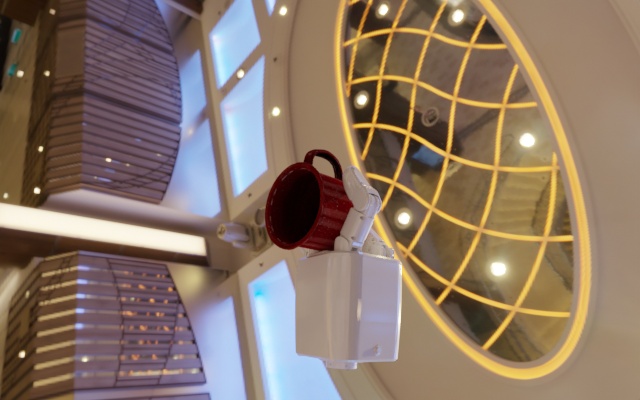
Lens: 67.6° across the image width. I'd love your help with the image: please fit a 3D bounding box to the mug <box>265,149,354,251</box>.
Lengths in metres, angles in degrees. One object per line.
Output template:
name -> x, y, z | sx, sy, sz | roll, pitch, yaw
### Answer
mug -> 0.000, 0.000, 0.526 | 0.081, 0.117, 0.093 | 16, -19, -42
